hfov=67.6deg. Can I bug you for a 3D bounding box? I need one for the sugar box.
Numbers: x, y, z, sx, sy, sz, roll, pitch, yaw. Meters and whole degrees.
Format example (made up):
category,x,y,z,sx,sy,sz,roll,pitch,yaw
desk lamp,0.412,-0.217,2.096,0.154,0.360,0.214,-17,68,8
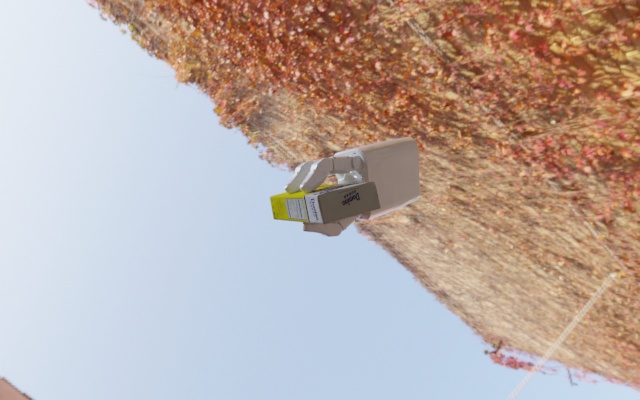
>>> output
category,x,y,z,sx,sy,sz,roll,pitch,yaw
sugar box,0.000,0.002,0.703,0.093,0.048,0.176,-15,4,-27
